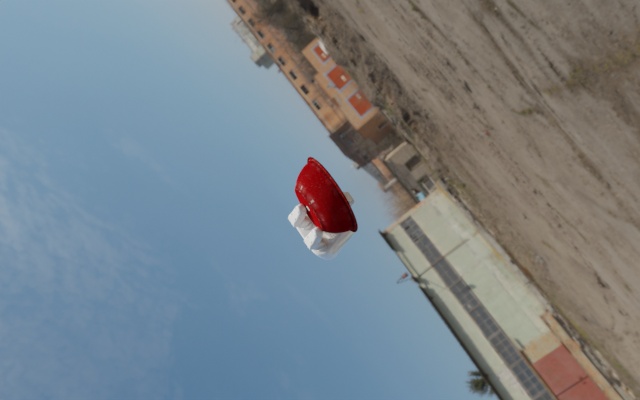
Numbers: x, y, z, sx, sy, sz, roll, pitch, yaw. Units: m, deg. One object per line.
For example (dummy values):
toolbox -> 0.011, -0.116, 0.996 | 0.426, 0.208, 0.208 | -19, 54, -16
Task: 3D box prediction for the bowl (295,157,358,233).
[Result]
bowl -> 0.000, 0.002, 0.868 | 0.055, 0.162, 0.162 | -32, 7, -11
